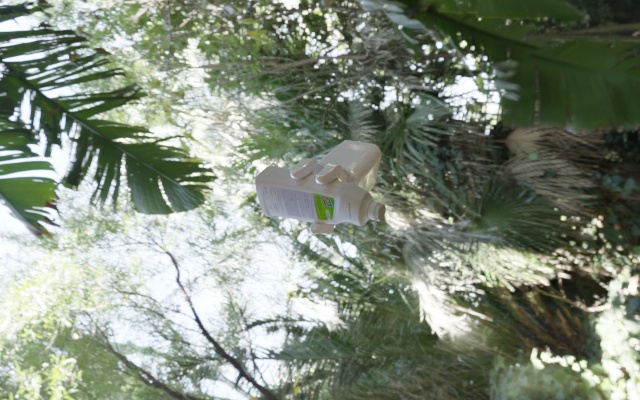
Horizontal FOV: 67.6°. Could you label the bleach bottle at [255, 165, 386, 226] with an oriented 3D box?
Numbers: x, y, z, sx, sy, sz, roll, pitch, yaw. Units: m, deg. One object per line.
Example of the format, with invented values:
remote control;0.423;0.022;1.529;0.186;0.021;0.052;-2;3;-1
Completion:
bleach bottle;0.000;0.003;0.863;0.251;0.103;0.068;13;43;32
